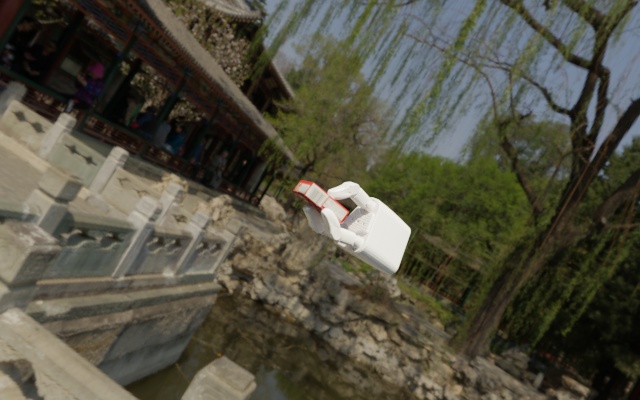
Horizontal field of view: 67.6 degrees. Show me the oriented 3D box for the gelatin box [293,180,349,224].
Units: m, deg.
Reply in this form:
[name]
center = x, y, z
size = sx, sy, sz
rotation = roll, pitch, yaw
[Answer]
[gelatin box]
center = 0.000, 0.002, 0.856
size = 0.089, 0.030, 0.073
rotation = 39, -7, -19
